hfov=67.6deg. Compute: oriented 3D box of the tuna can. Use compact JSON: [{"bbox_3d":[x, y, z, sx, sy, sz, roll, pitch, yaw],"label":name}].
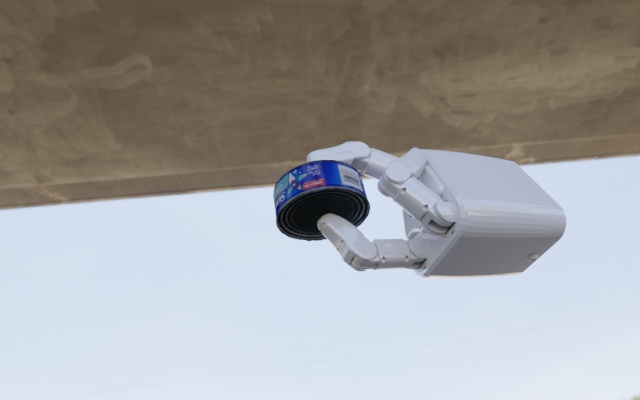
[{"bbox_3d":[0.000,0.001,0.436,0.086,0.033,0.086,-8,-34,-5],"label":"tuna can"}]
